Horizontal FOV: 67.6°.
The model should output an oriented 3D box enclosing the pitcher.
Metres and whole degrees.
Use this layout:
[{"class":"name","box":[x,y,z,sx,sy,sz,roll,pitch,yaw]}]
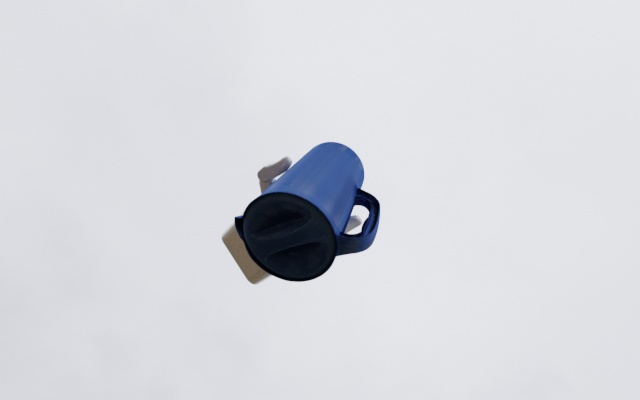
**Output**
[{"class":"pitcher","box":[0.000,0.002,0.707,0.145,0.149,0.242,-39,9,31]}]
